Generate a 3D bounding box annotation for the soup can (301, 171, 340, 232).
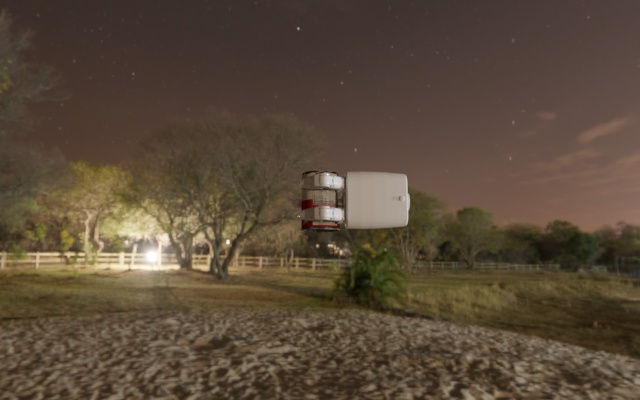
[{"bbox_3d":[0.000,0.002,0.845,0.068,0.102,0.068,0,-8,0],"label":"soup can"}]
